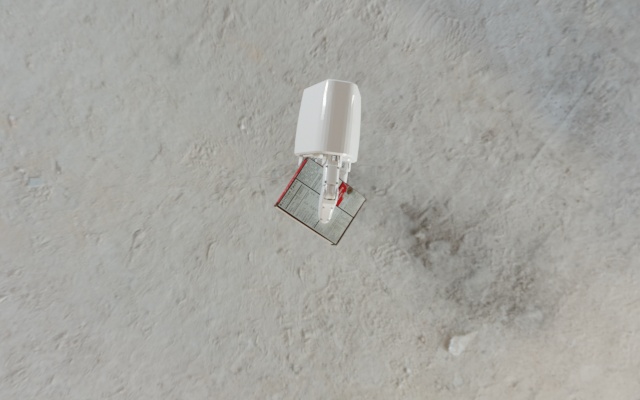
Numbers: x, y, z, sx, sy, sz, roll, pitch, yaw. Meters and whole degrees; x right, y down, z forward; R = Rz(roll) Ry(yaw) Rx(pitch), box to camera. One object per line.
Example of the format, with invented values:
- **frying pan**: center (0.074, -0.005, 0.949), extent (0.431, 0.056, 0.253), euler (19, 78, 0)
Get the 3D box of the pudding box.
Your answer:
- **pudding box**: center (0.000, 0.002, 0.721), extent (0.113, 0.090, 0.039), euler (34, -5, -6)
